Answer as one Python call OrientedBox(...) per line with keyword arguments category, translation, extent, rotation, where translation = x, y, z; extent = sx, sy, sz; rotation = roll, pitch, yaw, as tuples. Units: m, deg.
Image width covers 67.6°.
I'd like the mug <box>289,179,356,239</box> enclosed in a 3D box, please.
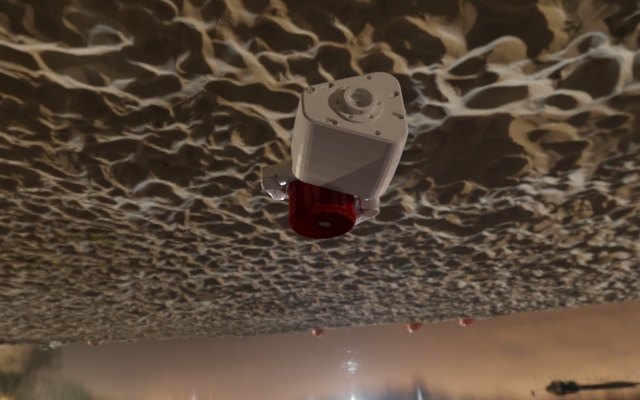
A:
OrientedBox(category="mug", translation=(0.000, 0.003, 0.607), extent=(0.093, 0.081, 0.117), rotation=(1, -30, -6))
